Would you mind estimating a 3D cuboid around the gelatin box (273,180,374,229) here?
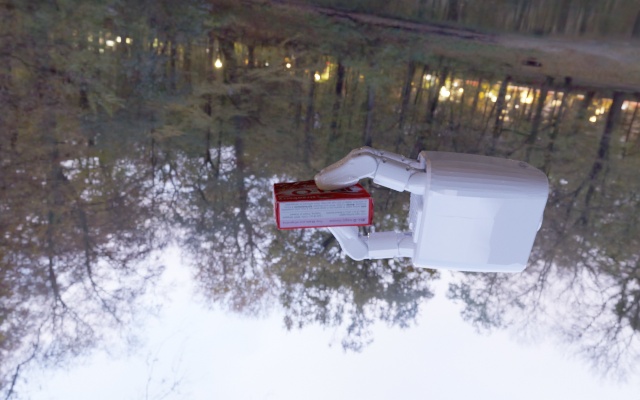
[{"bbox_3d":[0.000,0.002,0.457,0.089,0.030,0.073,-3,15,-7],"label":"gelatin box"}]
